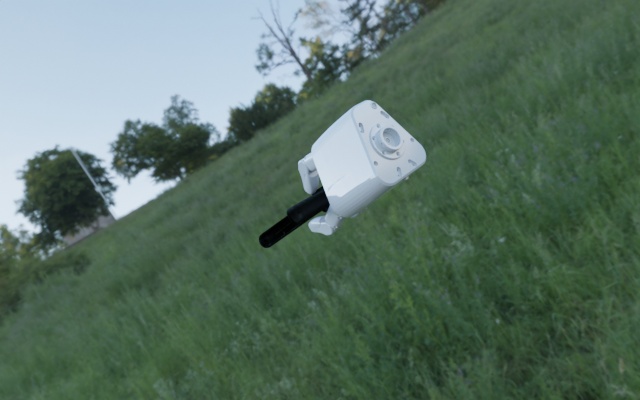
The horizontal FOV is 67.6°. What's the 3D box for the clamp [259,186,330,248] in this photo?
[{"bbox_3d":[0.000,0.001,0.733,0.210,0.036,0.164,-33,-2,-34],"label":"clamp"}]
